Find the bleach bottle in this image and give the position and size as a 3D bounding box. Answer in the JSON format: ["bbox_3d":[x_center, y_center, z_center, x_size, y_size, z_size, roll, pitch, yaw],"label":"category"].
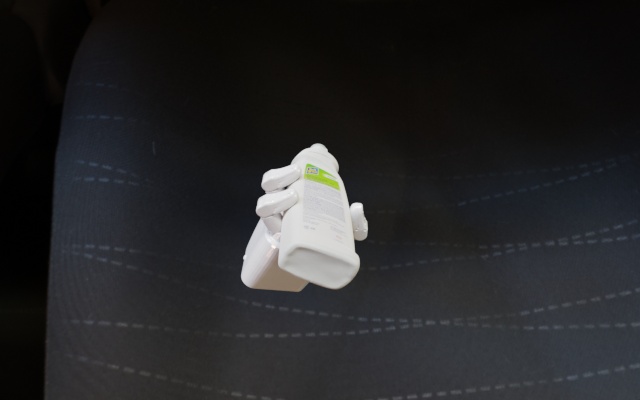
[{"bbox_3d":[0.000,0.002,0.683,0.102,0.068,0.250,22,37,-15],"label":"bleach bottle"}]
